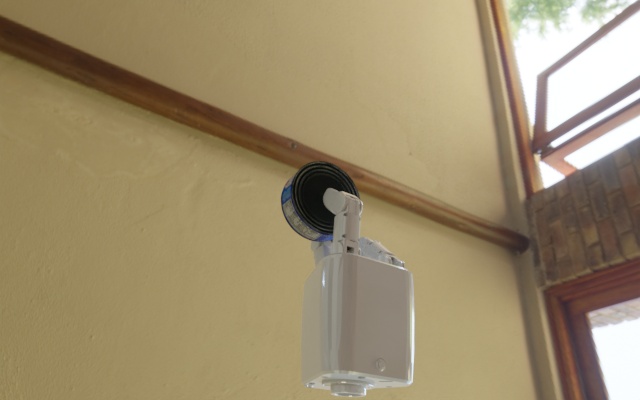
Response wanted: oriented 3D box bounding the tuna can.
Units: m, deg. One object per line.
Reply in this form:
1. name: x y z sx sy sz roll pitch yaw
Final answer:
1. tuna can: 0.000 0.002 0.531 0.086 0.086 0.034 0 -21 -31
